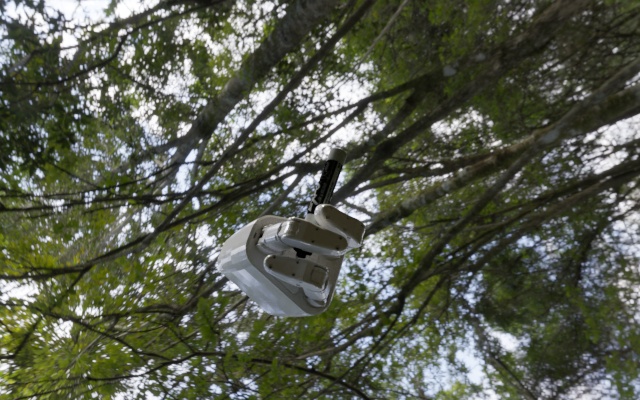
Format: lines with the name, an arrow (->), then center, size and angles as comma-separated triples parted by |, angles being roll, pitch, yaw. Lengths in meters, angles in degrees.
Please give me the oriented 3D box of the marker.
marker -> 0.000, 0.002, 0.472 | 0.020, 0.121, 0.020 | 16, -26, 8
